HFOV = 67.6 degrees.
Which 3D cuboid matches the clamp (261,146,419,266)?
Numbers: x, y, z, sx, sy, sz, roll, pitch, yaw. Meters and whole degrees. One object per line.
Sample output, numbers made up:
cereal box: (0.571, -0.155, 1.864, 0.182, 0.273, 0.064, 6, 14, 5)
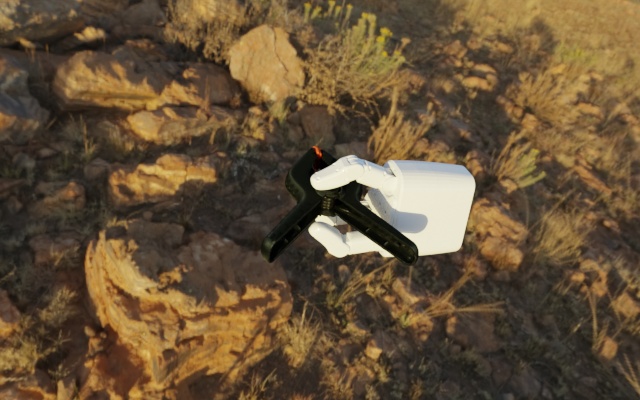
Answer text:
clamp: (0.000, 0.001, 0.548, 0.164, 0.036, 0.209, 0, 37, -19)
